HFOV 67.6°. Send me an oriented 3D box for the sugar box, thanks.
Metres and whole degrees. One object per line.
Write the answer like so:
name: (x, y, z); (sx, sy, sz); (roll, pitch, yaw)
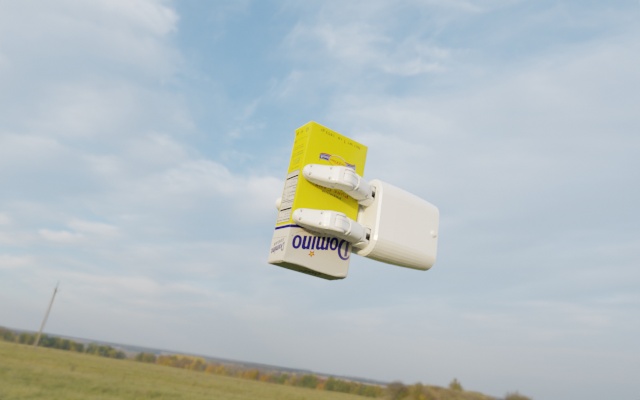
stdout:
sugar box: (0.001, 0.002, 0.585); (0.093, 0.176, 0.048); (20, -22, -29)
